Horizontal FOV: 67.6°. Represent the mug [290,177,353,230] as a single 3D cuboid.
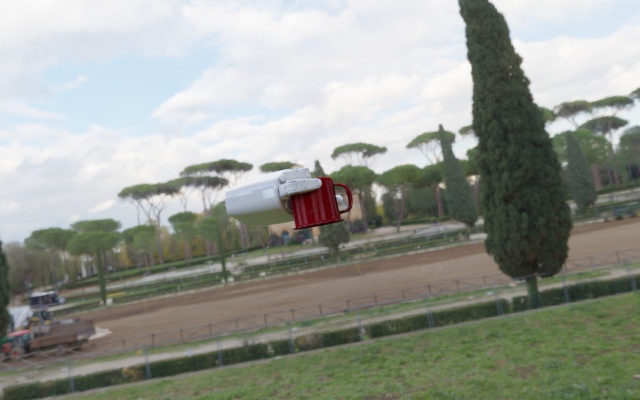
[{"bbox_3d":[0.001,0.002,0.856,0.117,0.081,0.093,-12,-5,16],"label":"mug"}]
